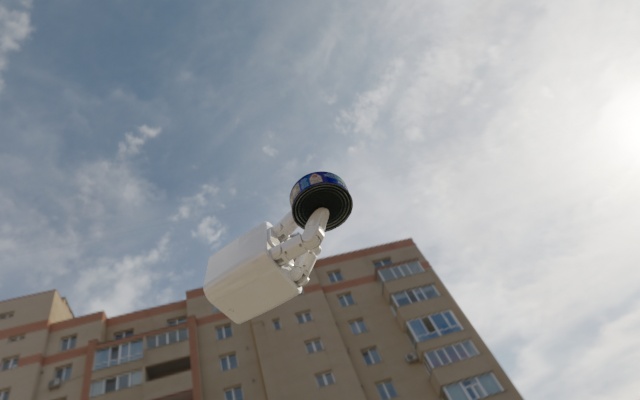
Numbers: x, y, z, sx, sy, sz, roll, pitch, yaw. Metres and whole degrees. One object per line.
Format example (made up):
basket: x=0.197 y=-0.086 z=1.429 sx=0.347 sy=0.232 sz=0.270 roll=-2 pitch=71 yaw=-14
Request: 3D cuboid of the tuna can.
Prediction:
tuna can: x=0.000 y=0.002 z=0.669 sx=0.086 sy=0.086 sz=0.033 roll=0 pitch=37 yaw=-13
